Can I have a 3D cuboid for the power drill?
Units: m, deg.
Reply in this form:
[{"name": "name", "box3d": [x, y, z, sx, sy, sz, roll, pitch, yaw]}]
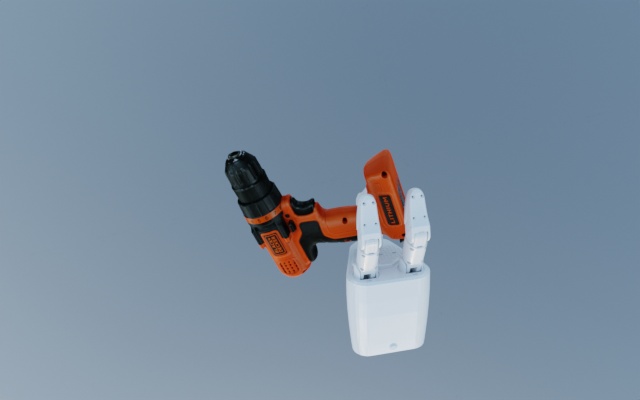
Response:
[{"name": "power drill", "box3d": [0.001, 0.002, 0.559, 0.187, 0.184, 0.057, -14, 35, 18]}]
